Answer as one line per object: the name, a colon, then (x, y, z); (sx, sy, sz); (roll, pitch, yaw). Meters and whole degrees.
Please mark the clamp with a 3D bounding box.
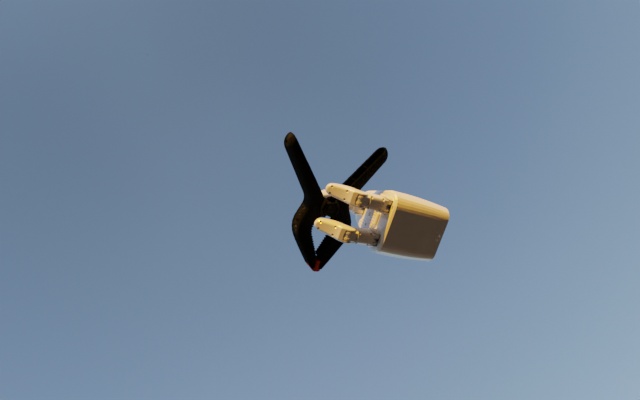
clamp: (0.000, 0.003, 0.711); (0.164, 0.210, 0.036); (13, 11, -25)
